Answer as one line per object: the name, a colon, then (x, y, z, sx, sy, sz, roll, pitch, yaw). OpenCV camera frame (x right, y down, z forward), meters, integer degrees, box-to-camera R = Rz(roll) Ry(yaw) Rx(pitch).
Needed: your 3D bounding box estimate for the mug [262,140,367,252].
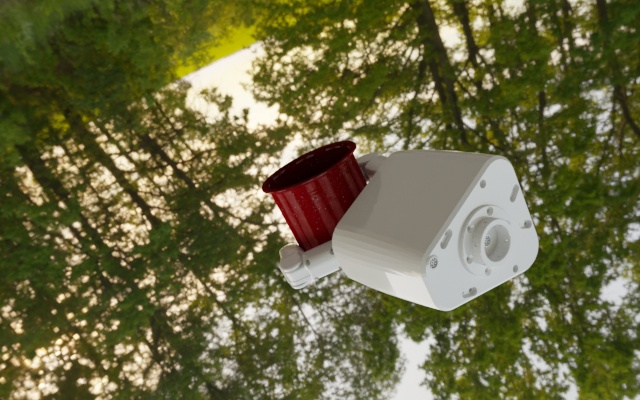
mug: (-0.001, 0.002, 0.448, 0.093, 0.081, 0.117, -34, 20, -21)
